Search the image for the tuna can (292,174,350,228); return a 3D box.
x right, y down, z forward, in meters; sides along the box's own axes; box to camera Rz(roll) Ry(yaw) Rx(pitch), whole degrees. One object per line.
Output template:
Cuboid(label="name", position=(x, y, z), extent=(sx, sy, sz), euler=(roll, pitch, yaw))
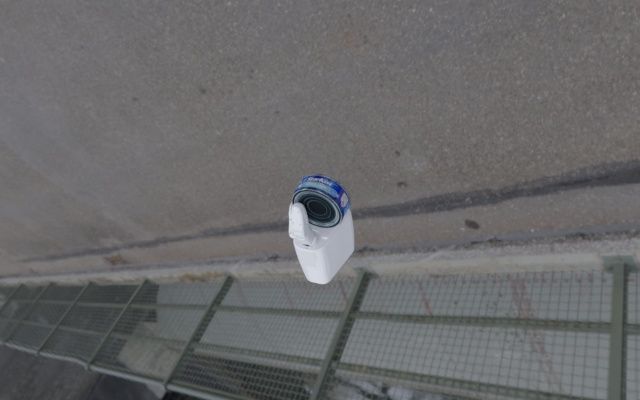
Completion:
Cuboid(label="tuna can", position=(0.000, 0.003, 0.728), extent=(0.086, 0.086, 0.033), euler=(0, 43, 32))
